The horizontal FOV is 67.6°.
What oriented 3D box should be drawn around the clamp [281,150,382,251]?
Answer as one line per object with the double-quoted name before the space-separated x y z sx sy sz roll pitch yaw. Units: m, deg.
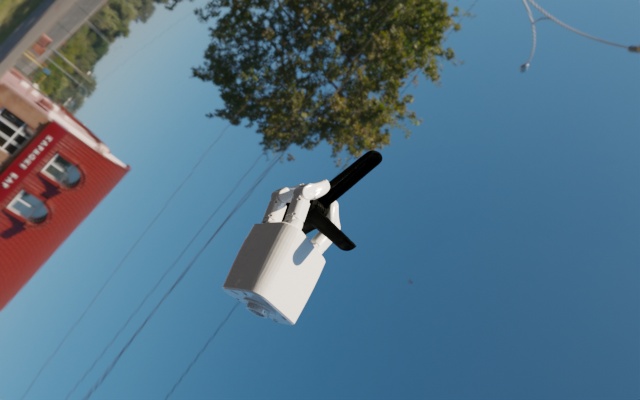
"clamp" 0.000 0.003 0.726 0.210 0.164 0.036 -6 -39 48
